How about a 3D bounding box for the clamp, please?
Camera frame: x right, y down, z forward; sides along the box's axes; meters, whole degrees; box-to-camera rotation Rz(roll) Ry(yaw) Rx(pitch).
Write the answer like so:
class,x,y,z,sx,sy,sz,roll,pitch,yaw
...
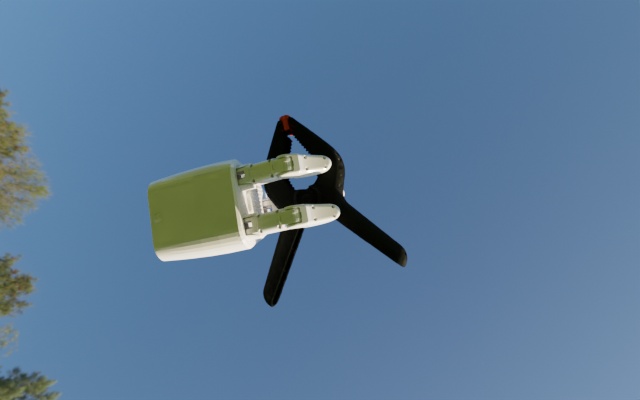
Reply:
class,x,y,z,sx,sy,sz,roll,pitch,yaw
clamp,0.000,0.001,0.536,0.164,0.210,0.036,-12,-9,10
